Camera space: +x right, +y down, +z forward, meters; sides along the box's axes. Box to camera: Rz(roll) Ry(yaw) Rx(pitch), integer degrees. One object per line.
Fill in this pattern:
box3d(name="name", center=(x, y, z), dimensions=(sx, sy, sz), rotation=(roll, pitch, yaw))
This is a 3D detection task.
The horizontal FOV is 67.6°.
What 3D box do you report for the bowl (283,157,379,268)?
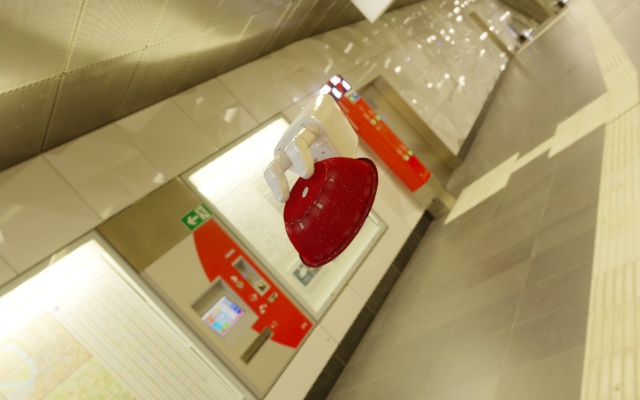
box3d(name="bowl", center=(0.000, 0.002, 0.610), dimensions=(0.055, 0.162, 0.162), rotation=(31, -14, -24))
